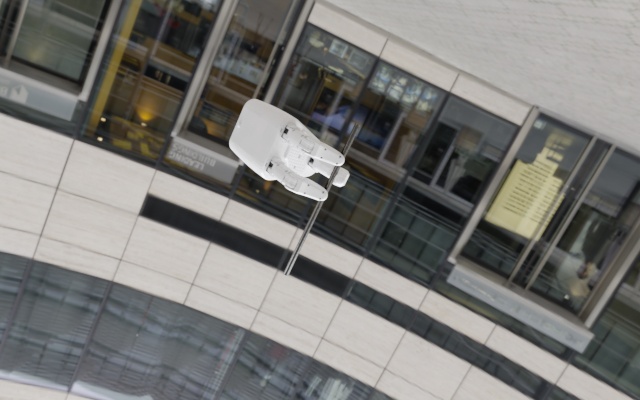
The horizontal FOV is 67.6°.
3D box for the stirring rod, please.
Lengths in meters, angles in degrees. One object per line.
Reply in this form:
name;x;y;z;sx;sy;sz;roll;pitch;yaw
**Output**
stirring rod;0.000;0.002;0.675;0.011;0.239;0.011;24;12;-6
